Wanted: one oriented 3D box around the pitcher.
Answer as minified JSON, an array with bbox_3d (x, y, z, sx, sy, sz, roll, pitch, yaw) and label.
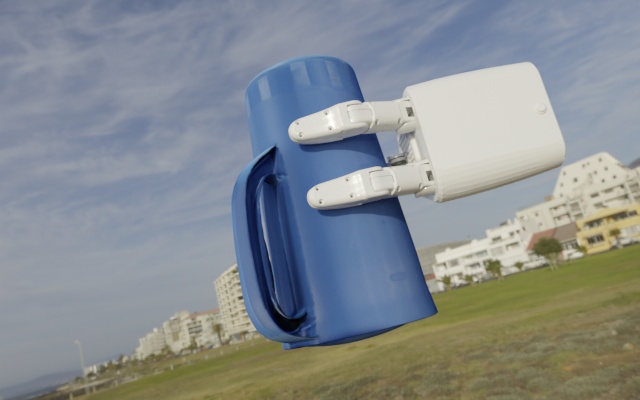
[{"bbox_3d":[0.000,0.001,0.418,0.145,0.242,0.149,-14,-13,-2],"label":"pitcher"}]
